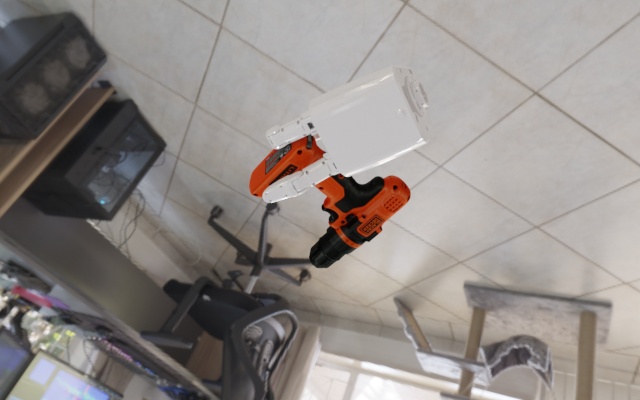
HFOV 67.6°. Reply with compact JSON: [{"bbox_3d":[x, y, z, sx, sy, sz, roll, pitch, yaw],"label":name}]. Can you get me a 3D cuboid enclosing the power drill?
[{"bbox_3d":[0.000,0.002,0.642,0.188,0.184,0.057,32,26,-29],"label":"power drill"}]
